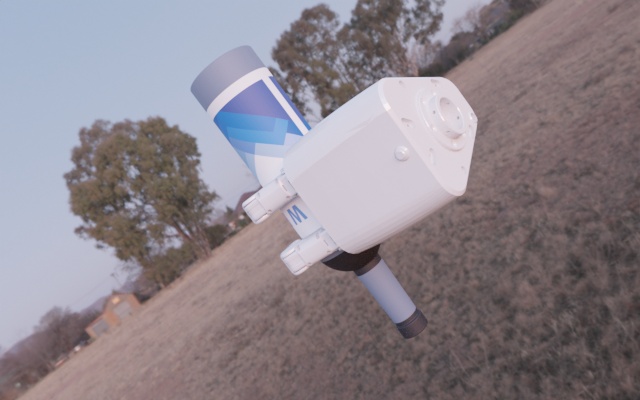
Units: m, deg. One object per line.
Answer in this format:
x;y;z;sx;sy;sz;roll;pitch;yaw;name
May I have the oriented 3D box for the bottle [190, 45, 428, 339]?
0.000;0.001;0.432;0.069;0.296;0.069;-37;4;3;bottle
